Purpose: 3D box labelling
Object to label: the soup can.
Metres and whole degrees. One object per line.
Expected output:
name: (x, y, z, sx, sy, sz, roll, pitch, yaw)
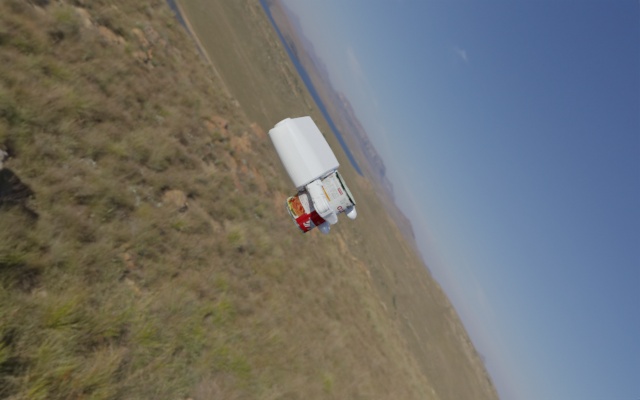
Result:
soup can: (0.001, 0.003, 0.817, 0.102, 0.068, 0.068, -29, -4, 7)
